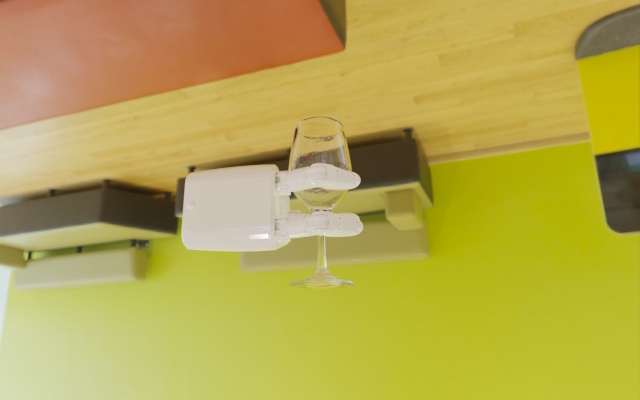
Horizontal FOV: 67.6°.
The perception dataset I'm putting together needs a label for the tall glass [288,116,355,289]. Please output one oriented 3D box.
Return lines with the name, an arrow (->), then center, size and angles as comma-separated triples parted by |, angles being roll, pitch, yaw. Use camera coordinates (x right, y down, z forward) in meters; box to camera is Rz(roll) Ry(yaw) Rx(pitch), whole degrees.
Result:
tall glass -> 0.000, 0.003, 0.576 | 0.079, 0.201, 0.079 | -1, -17, 0
